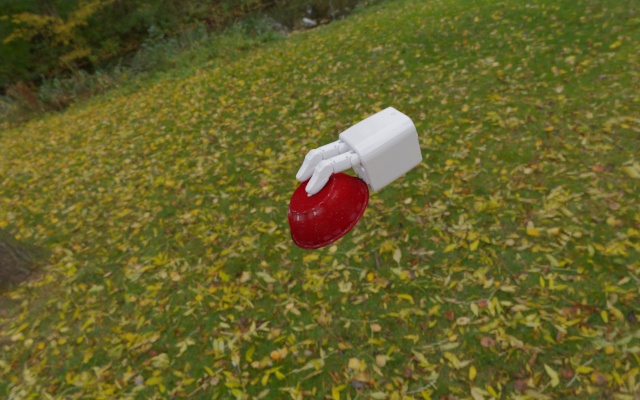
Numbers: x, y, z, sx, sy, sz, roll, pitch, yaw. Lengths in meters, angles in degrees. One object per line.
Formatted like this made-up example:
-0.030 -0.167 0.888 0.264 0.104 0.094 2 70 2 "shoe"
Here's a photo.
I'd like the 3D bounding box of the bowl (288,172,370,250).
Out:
-0.001 0.003 0.808 0.162 0.162 0.055 0 -40 46 "bowl"
